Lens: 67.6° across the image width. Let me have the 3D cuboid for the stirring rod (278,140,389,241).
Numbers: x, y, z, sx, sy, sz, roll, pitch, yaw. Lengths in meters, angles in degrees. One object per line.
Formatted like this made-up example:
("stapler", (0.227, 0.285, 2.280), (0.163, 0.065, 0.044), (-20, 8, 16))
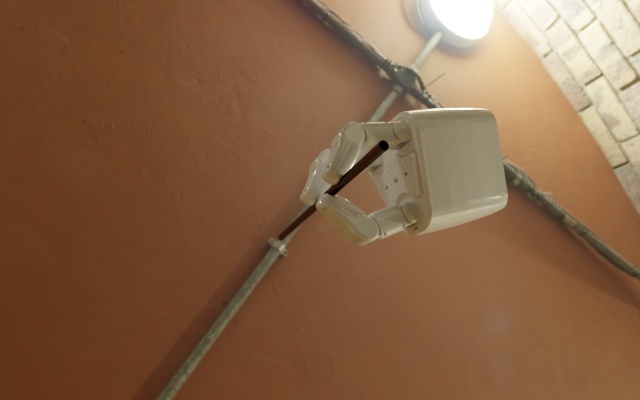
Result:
("stirring rod", (0.000, 0.001, 0.441), (0.011, 0.011, 0.240), (0, -20, -23))
